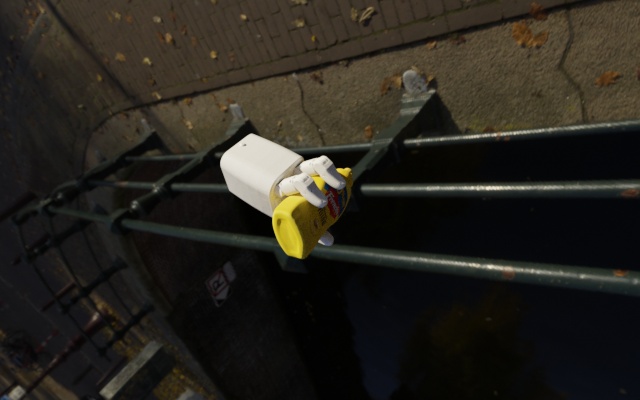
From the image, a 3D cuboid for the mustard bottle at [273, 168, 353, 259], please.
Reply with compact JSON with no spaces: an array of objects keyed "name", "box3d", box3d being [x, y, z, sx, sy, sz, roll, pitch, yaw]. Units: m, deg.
[{"name":"mustard bottle","box3d":[0.000,0.003,0.788,0.058,0.096,0.191,8,39,34]}]
